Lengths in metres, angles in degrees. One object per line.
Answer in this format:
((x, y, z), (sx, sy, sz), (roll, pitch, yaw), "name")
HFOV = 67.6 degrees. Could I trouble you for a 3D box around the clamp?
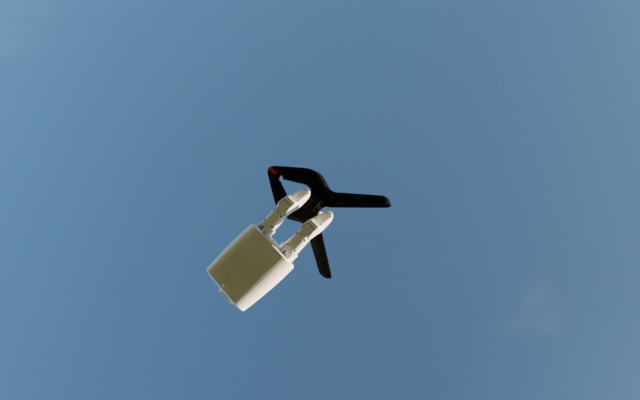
((0.000, 0.003, 0.795), (0.164, 0.210, 0.036), (-42, -19, -9), "clamp")
